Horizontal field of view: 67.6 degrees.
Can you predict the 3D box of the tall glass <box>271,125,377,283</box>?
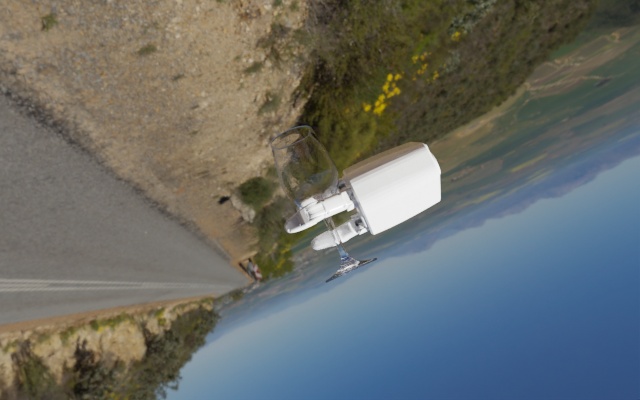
[{"bbox_3d":[0.000,0.003,0.635,0.079,0.201,0.079,-24,-10,-4],"label":"tall glass"}]
